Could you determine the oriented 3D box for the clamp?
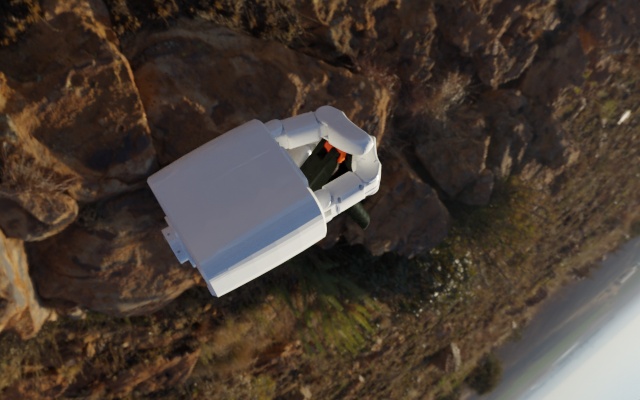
[{"bbox_3d":[0.000,0.002,0.495,0.120,0.039,0.172,-31,-33,-17],"label":"clamp"}]
